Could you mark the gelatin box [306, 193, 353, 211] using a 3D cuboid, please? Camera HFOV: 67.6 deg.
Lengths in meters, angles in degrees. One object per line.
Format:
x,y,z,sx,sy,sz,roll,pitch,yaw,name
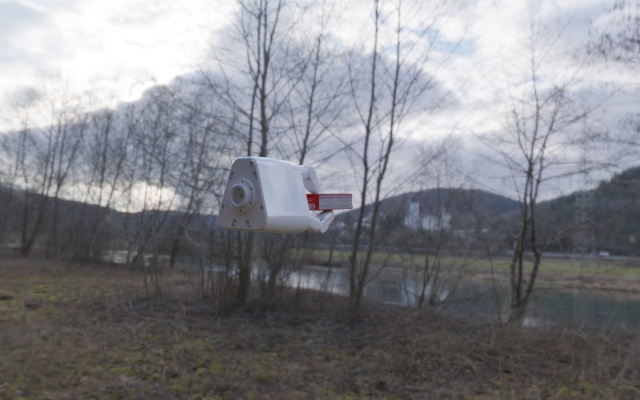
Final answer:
0.000,0.002,0.826,0.073,0.030,0.089,1,2,45,gelatin box
